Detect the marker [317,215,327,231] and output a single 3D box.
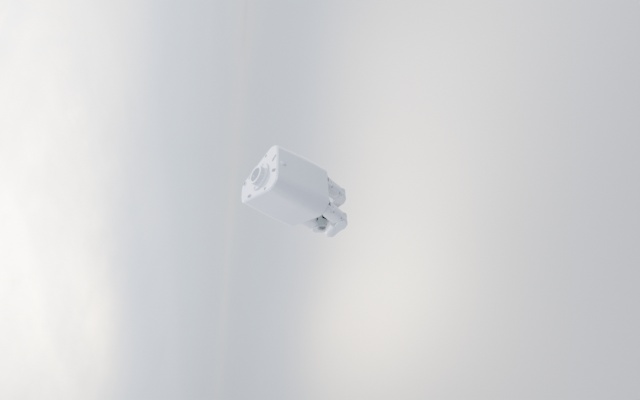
[{"bbox_3d":[0.000,0.003,0.893,0.020,0.121,0.020,-2,-40,-2],"label":"marker"}]
